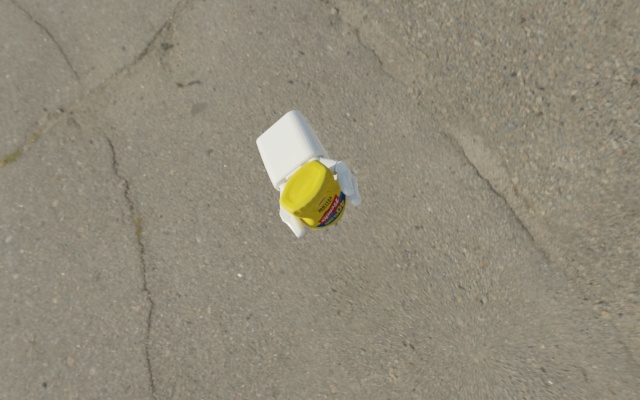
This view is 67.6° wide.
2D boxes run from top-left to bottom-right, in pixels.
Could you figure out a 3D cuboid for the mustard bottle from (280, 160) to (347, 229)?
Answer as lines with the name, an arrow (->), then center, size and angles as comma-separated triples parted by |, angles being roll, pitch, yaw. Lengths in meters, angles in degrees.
mustard bottle -> 0.000, 0.003, 0.843 | 0.058, 0.096, 0.192 | 37, -3, 24
